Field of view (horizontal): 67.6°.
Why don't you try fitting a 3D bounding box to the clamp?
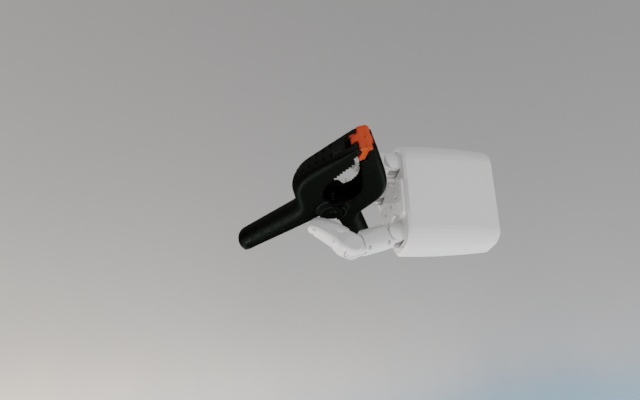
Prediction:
[{"bbox_3d":[0.001,0.002,0.497,0.164,0.036,0.210,-1,-33,-12],"label":"clamp"}]
